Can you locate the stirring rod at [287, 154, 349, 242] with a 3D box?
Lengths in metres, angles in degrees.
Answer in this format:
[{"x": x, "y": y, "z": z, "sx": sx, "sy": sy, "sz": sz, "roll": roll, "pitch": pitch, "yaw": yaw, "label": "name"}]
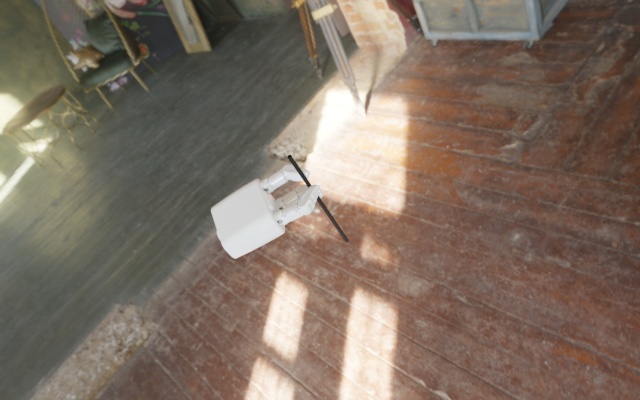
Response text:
[{"x": 0.000, "y": 0.003, "z": 0.886, "sx": 0.011, "sy": 0.011, "sz": 0.240, "roll": 0, "pitch": -41, "yaw": 35, "label": "stirring rod"}]
